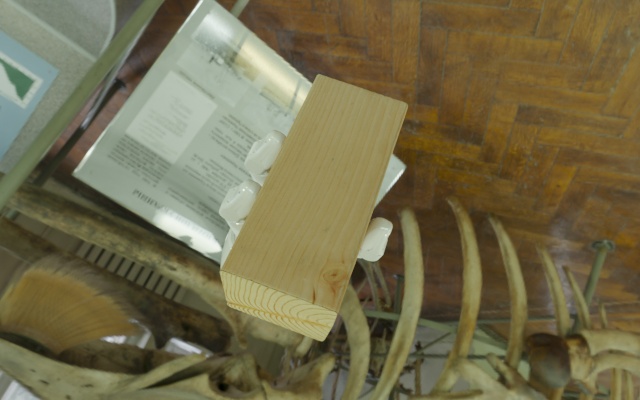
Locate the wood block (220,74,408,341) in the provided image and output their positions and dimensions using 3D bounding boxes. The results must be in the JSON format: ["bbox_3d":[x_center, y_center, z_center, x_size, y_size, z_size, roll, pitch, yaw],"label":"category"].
[{"bbox_3d":[0.000,0.002,0.420,0.091,0.206,0.090,20,-29,4],"label":"wood block"}]
